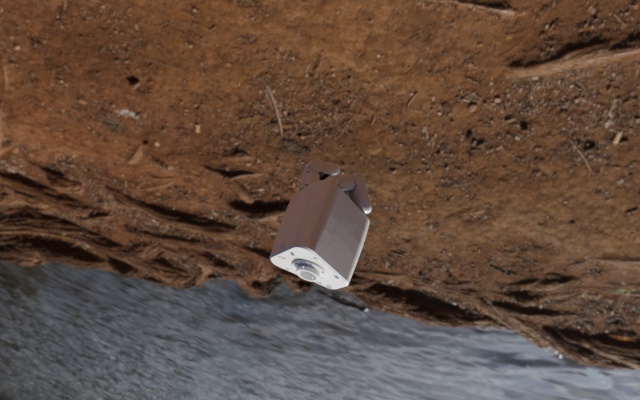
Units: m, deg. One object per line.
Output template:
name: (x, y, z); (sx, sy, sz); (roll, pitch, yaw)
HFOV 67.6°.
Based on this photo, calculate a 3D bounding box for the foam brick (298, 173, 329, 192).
foam brick: (0.000, 0.002, 0.742); (0.053, 0.051, 0.078); (30, -32, -22)
